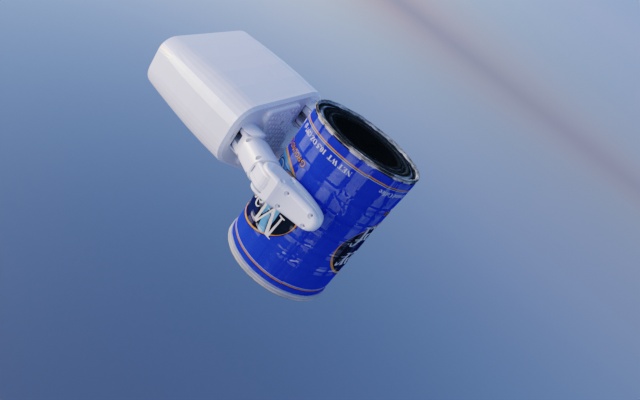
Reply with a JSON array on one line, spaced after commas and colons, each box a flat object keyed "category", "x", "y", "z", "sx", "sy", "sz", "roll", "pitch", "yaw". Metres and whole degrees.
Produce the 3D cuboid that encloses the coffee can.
[{"category": "coffee can", "x": 0.000, "y": 0.002, "z": 0.408, "sx": 0.103, "sy": 0.140, "sz": 0.102, "roll": 31, "pitch": 24, "yaw": -16}]
